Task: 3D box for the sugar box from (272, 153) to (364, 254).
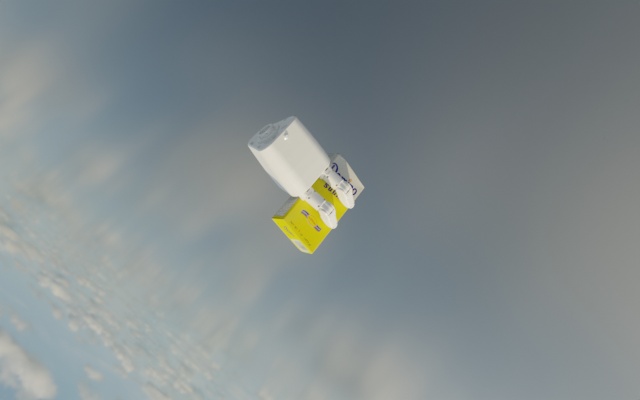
[{"bbox_3d":[0.000,0.003,0.886,0.176,0.093,0.048,-50,28,-22],"label":"sugar box"}]
